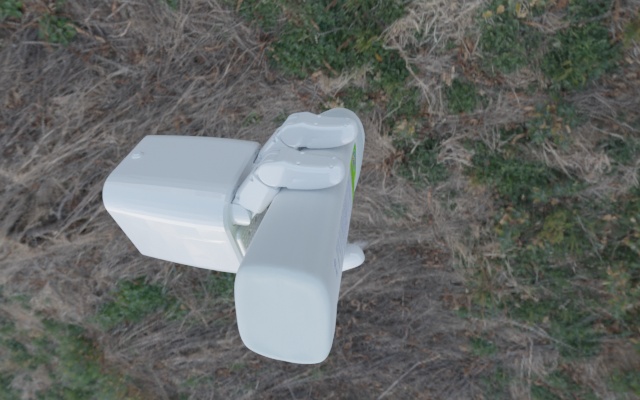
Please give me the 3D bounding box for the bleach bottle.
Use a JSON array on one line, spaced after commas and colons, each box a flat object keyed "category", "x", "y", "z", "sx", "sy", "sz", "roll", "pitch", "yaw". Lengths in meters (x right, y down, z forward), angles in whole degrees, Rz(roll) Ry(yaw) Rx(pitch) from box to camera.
[{"category": "bleach bottle", "x": 0.000, "y": 0.001, "z": 0.407, "sx": 0.068, "sy": 0.103, "sz": 0.250, "roll": 9, "pitch": 40, "yaw": 8}]
